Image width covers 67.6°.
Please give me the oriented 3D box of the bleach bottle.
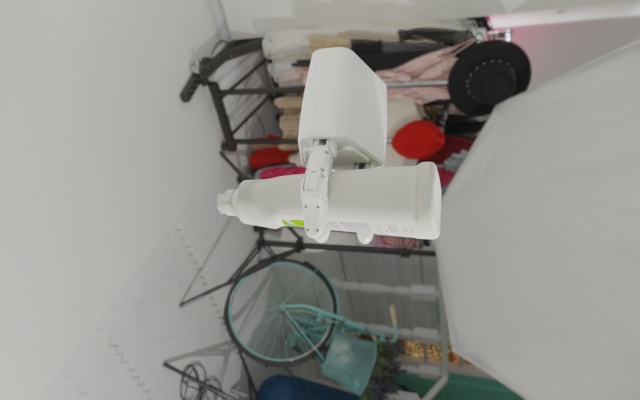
[{"bbox_3d":[0.000,0.002,0.522,0.251,0.068,0.102,1,-16,18],"label":"bleach bottle"}]
